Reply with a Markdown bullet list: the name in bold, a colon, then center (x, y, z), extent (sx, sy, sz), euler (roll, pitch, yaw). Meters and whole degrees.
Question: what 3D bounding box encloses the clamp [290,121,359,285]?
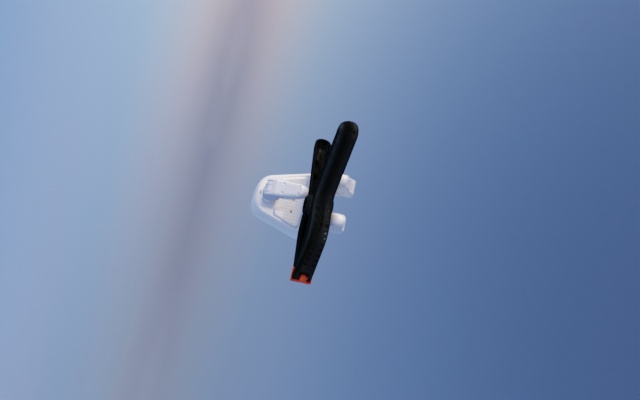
- **clamp**: center (-0.001, 0.002, 0.610), extent (0.036, 0.210, 0.164), euler (14, -10, -10)
